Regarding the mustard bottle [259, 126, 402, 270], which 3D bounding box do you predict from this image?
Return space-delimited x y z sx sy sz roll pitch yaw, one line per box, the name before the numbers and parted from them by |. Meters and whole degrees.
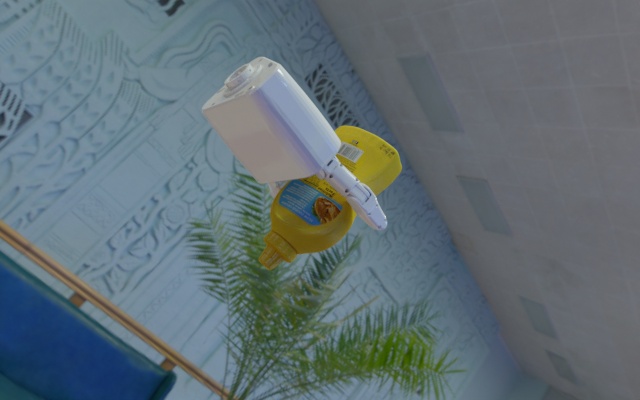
mustard bottle | 0.000 0.002 0.545 0.096 0.191 0.058 32 -19 33
